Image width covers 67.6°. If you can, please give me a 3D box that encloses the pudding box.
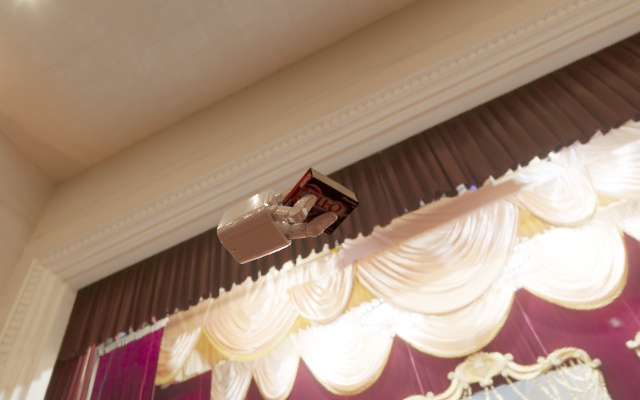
[{"bbox_3d":[0.000,0.003,0.875,0.113,0.090,0.039,27,29,-28],"label":"pudding box"}]
